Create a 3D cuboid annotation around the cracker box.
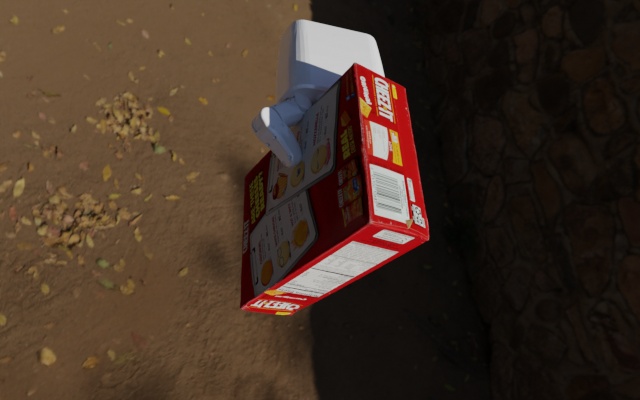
[{"bbox_3d":[0.000,0.001,0.465,0.072,0.164,0.214,17,-36,-30],"label":"cracker box"}]
